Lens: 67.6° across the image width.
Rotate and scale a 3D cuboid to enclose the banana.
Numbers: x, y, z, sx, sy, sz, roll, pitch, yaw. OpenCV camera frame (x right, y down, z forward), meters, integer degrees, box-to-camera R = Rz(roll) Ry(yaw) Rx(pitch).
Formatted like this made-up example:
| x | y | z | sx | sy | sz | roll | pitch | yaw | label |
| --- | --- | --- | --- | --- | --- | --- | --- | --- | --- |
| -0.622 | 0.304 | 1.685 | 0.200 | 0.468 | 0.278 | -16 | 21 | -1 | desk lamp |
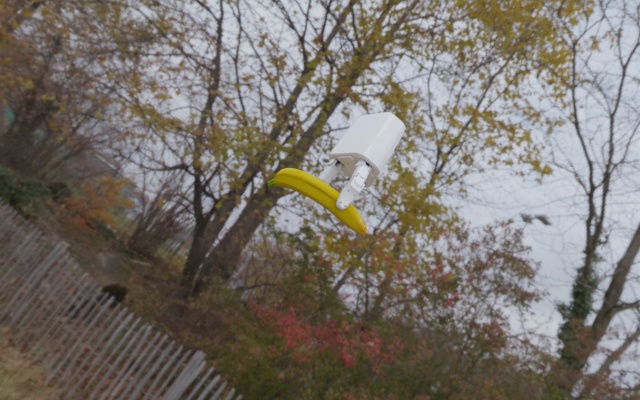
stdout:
| x | y | z | sx | sy | sz | roll | pitch | yaw | label |
| --- | --- | --- | --- | --- | --- | --- | --- | --- | --- |
| -0.002 | -0.007 | 0.821 | 0.198 | 0.037 | 0.070 | 29 | -23 | 11 | banana |
